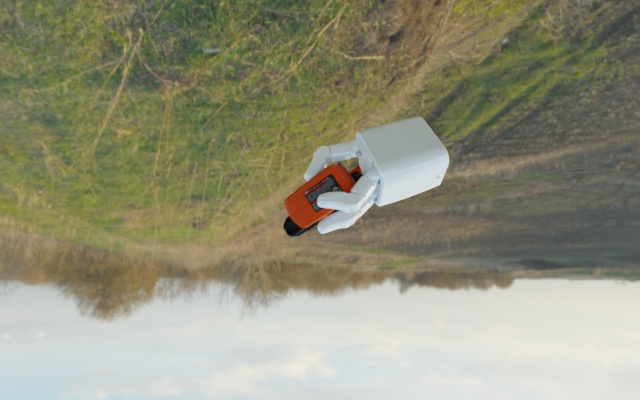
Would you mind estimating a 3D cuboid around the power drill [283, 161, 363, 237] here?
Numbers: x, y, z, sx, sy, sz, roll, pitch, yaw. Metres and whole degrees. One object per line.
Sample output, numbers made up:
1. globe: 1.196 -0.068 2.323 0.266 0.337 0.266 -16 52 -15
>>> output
1. power drill: 0.000 0.002 0.775 0.184 0.057 0.187 -37 -5 7
